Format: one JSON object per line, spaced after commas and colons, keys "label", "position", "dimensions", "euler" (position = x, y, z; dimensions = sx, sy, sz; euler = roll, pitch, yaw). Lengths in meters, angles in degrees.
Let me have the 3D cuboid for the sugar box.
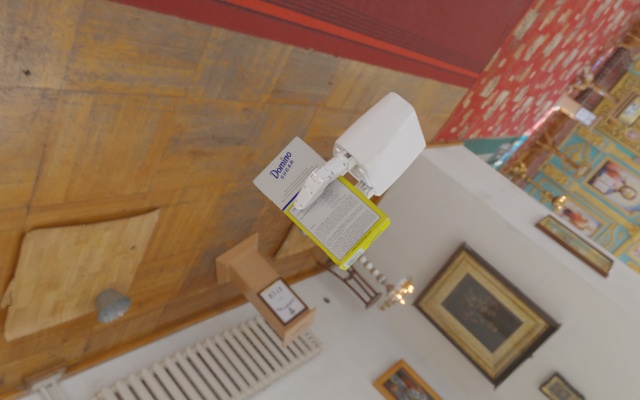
{"label": "sugar box", "position": [0.000, 0.002, 0.658], "dimensions": [0.176, 0.093, 0.048], "euler": [44, -2, 21]}
